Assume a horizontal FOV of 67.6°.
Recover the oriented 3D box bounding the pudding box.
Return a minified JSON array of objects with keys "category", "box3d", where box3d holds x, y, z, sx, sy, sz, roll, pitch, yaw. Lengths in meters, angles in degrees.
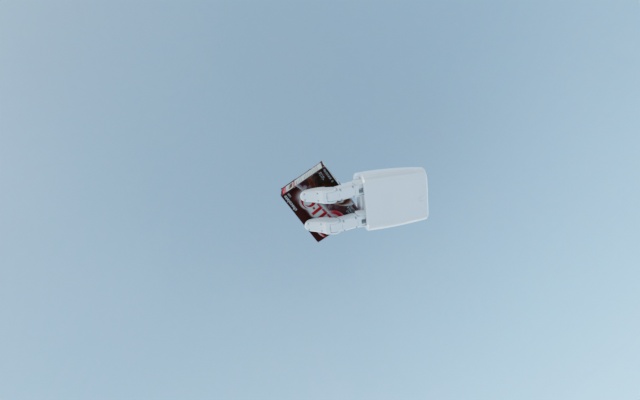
[{"category":"pudding box","box3d":[0.000,0.003,0.809,0.090,0.113,0.039,-34,20,8]}]
